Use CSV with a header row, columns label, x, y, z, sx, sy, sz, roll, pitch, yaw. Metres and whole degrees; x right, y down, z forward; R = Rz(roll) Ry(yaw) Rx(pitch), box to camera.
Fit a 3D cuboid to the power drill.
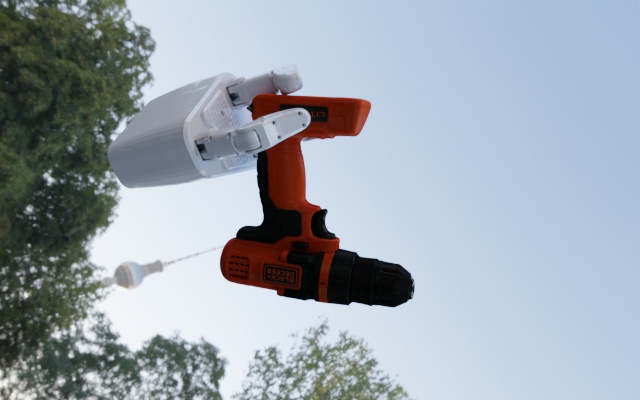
label,x,y,z,sx,sy,sz,roll,pitch,yaw
power drill,0.000,0.001,0.433,0.184,0.188,0.057,7,9,11
